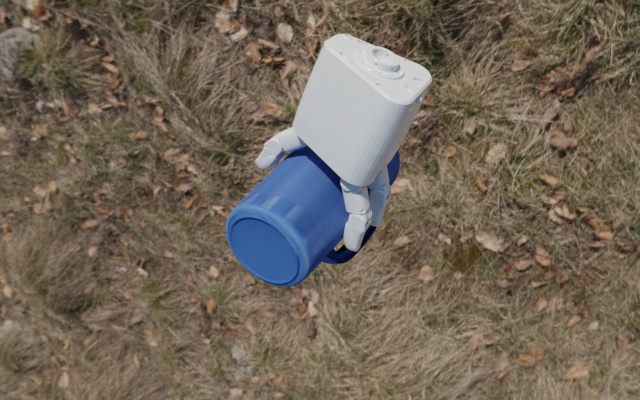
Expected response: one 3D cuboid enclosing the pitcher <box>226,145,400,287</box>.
[{"bbox_3d":[0.000,0.002,0.595,0.149,0.145,0.242,34,43,8],"label":"pitcher"}]
